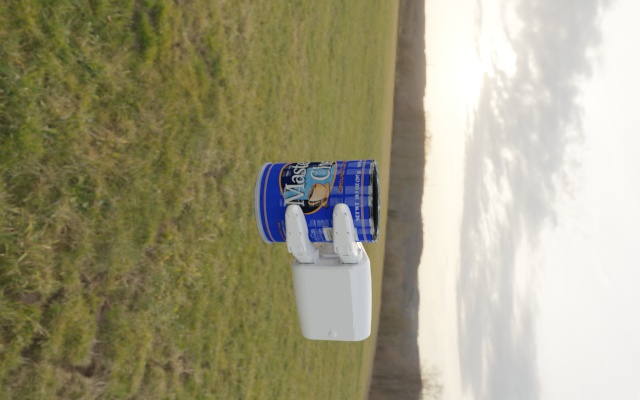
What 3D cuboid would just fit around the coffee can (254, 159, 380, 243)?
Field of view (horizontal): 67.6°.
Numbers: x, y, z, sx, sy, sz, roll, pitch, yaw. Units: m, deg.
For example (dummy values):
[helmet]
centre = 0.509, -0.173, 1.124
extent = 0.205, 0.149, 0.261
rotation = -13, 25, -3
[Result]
[coffee can]
centre = 0.000, 0.002, 0.596
extent = 0.140, 0.103, 0.103
rotation = -1, 0, 12
